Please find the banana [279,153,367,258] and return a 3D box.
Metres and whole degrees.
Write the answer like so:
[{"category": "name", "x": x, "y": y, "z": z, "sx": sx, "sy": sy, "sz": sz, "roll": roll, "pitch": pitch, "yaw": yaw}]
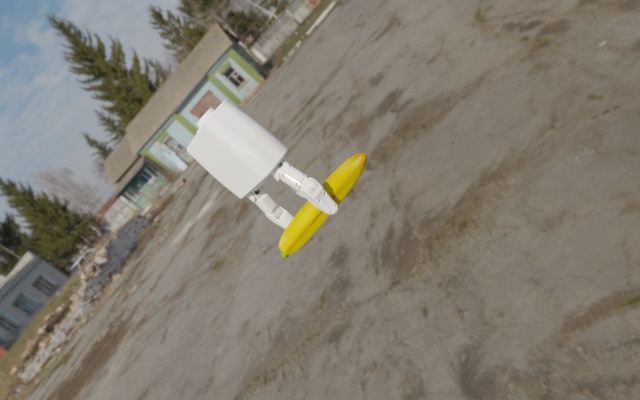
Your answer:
[{"category": "banana", "x": -0.002, "y": 0.008, "z": 0.681, "sx": 0.037, "sy": 0.198, "sz": 0.069, "roll": 40, "pitch": 7, "yaw": -7}]
